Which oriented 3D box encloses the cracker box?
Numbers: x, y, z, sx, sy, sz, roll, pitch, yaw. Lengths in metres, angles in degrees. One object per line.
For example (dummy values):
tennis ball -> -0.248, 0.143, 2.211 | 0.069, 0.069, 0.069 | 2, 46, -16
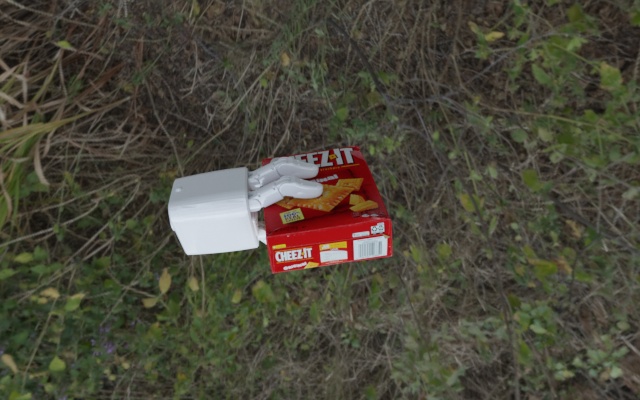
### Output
cracker box -> 0.000, 0.003, 0.699 | 0.164, 0.072, 0.213 | -8, 34, -3
